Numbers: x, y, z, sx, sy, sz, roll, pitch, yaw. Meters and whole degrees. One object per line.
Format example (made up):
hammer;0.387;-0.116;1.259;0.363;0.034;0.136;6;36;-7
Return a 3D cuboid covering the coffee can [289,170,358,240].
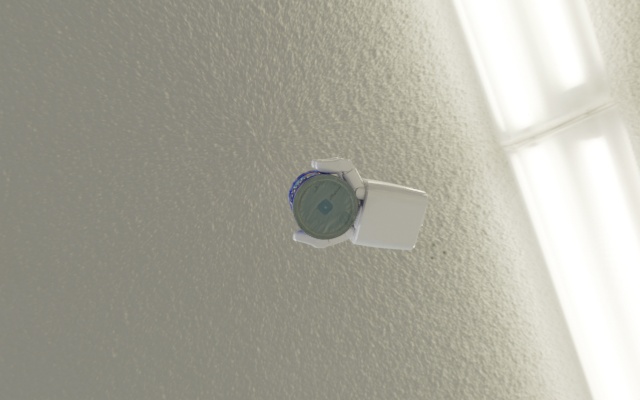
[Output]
coffee can;0.000;0.003;0.806;0.103;0.103;0.140;0;7;-7
